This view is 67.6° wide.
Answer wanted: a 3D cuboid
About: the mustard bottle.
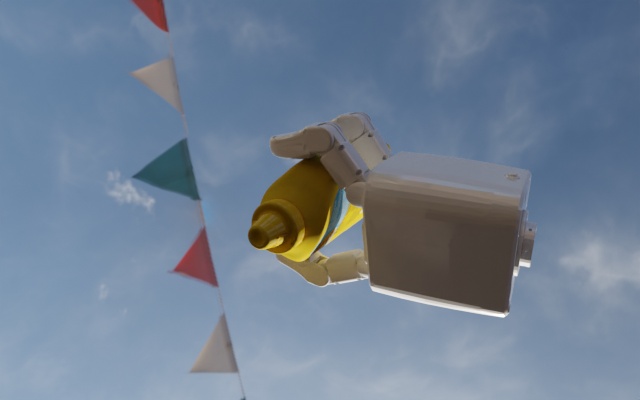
[{"bbox_3d":[0.000,0.001,0.415,0.058,0.096,0.191,33,28,15],"label":"mustard bottle"}]
